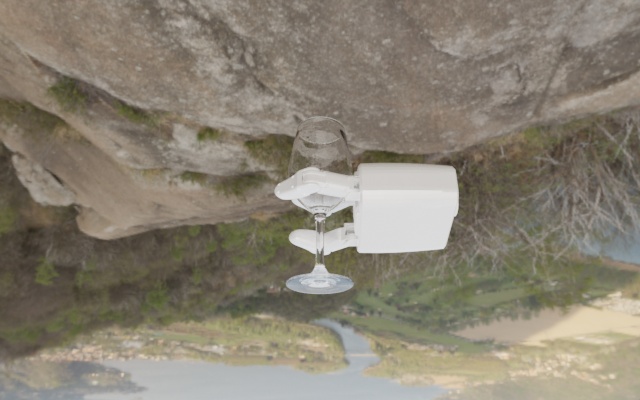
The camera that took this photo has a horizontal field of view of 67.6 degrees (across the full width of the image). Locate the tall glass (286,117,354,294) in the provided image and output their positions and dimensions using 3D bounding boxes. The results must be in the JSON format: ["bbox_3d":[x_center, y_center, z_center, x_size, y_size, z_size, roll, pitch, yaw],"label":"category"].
[{"bbox_3d":[0.000,0.002,0.560,0.079,0.201,0.079,0,-25,0],"label":"tall glass"}]
